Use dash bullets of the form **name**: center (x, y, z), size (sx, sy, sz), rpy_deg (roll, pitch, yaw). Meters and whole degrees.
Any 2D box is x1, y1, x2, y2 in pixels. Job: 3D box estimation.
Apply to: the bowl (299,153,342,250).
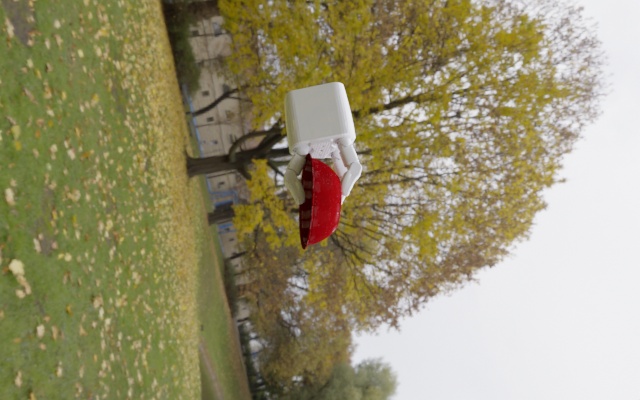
- **bowl**: center (0.001, 0.004, 0.802), size (0.055, 0.162, 0.162), rpy_deg (3, -1, -9)
